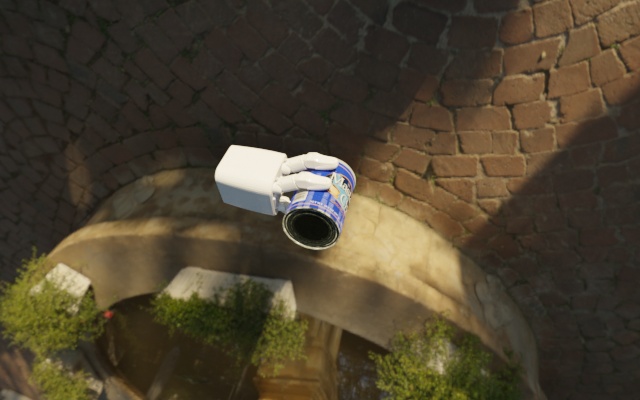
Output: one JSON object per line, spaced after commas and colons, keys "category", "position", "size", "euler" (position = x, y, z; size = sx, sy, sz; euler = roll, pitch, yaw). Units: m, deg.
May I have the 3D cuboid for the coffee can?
{"category": "coffee can", "position": [0.000, 0.003, 0.859], "size": [0.103, 0.103, 0.140], "euler": [0, 42, 19]}
